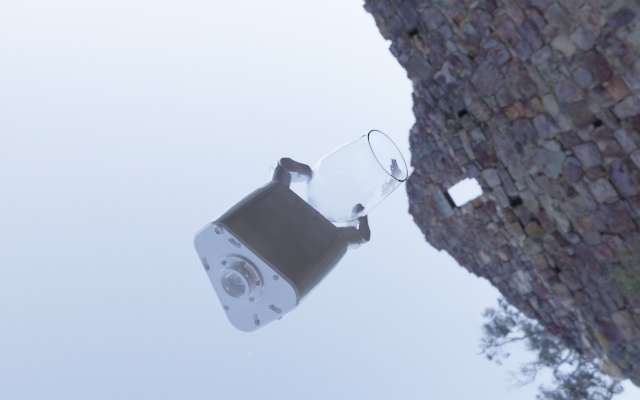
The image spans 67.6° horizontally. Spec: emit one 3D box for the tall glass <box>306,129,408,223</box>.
[{"bbox_3d":[0.000,0.002,0.534,0.201,0.079,0.079,-35,-21,32],"label":"tall glass"}]
